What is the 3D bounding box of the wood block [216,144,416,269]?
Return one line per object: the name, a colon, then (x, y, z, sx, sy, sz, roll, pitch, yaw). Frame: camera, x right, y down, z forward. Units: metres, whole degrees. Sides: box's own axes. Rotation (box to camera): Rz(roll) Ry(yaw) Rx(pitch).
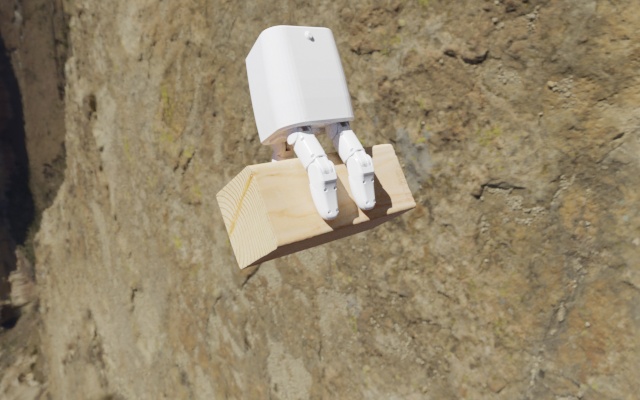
wood block: (0.000, 0.002, 0.556, 0.206, 0.090, 0.091, -13, -12, -38)
